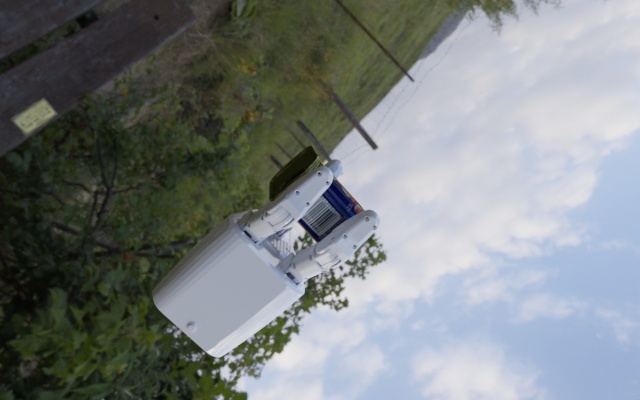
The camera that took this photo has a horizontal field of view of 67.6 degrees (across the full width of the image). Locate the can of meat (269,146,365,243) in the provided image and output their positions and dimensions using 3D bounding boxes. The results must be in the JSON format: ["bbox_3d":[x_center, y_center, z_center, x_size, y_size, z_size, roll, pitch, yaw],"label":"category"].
[{"bbox_3d":[0.000,0.002,0.454,0.057,0.084,0.102,-41,14,5],"label":"can of meat"}]
